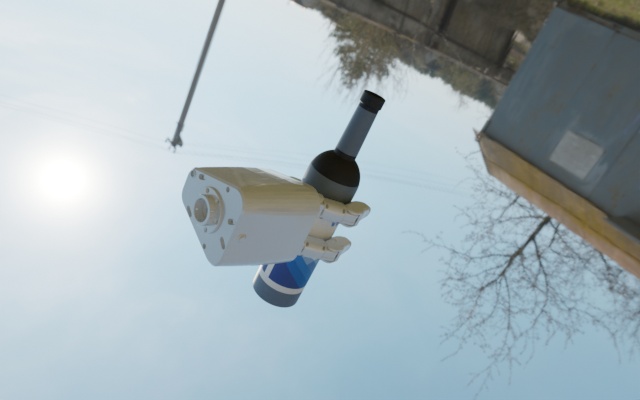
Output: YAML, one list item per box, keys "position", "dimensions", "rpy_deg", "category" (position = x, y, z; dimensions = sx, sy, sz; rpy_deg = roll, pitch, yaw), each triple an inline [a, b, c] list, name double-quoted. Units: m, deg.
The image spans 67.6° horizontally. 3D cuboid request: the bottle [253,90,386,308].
- position: [0.000, 0.002, 0.596]
  dimensions: [0.069, 0.296, 0.069]
  rpy_deg: [23, 23, -10]
  category: "bottle"
